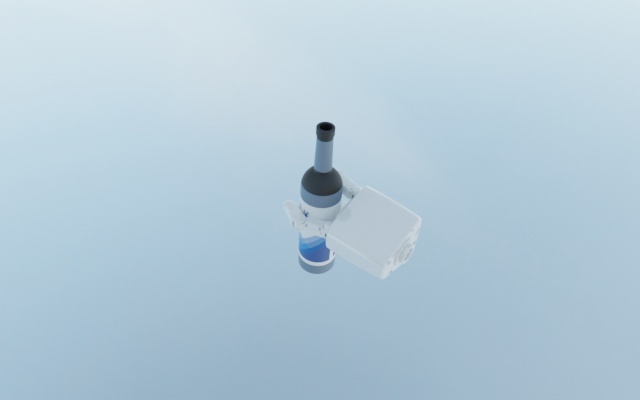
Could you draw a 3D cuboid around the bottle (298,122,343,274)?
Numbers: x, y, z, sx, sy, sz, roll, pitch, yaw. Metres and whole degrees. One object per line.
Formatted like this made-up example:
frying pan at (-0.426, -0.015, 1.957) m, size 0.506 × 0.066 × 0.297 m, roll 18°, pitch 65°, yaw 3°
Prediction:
bottle at (0.000, 0.003, 0.773) m, size 0.069 × 0.296 × 0.069 m, roll 2°, pitch 44°, yaw -2°
